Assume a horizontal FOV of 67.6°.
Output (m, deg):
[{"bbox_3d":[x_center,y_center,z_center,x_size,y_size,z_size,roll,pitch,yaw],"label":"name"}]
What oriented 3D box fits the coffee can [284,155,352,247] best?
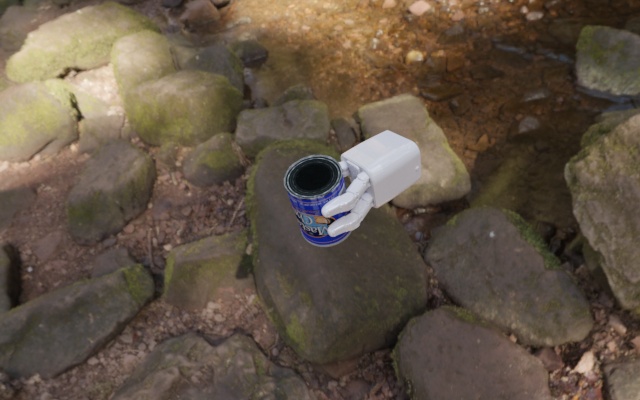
[{"bbox_3d":[0.000,0.003,0.862,0.103,0.102,0.140,0,-40,14],"label":"coffee can"}]
